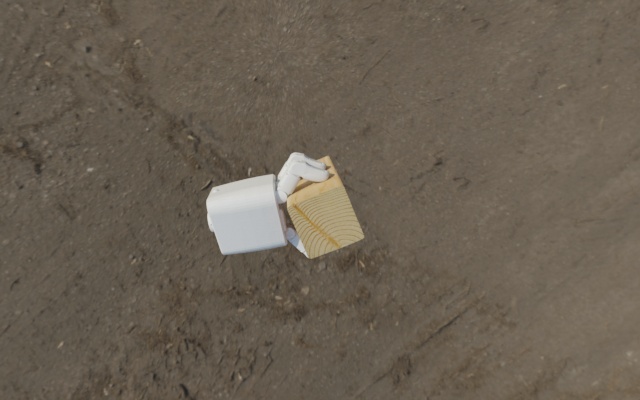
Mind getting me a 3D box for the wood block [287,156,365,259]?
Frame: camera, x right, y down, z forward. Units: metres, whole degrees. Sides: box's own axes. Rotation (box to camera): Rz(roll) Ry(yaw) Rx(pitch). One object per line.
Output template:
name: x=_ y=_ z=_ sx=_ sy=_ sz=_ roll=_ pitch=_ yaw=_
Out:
wood block: x=0.000 y=0.003 z=0.783 sx=0.090 sy=0.091 sz=0.206 roll=-22 pitch=18 yaw=2
